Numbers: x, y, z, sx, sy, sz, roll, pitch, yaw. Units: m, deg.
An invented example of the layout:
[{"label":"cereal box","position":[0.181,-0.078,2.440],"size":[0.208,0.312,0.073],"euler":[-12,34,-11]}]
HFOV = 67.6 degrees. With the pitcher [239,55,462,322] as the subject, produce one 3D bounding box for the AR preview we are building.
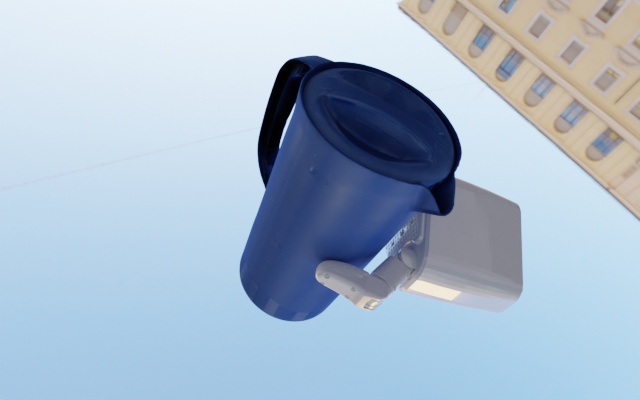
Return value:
[{"label":"pitcher","position":[0.000,0.002,0.437],"size":[0.145,0.149,0.243],"euler":[17,-45,-14]}]
